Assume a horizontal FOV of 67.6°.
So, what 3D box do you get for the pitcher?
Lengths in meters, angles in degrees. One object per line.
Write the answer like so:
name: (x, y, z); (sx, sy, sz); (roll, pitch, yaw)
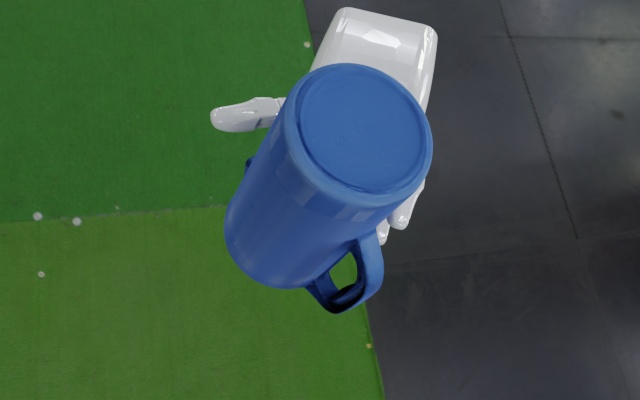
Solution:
pitcher: (0.000, 0.001, 0.416); (0.149, 0.145, 0.243); (21, -24, -9)
